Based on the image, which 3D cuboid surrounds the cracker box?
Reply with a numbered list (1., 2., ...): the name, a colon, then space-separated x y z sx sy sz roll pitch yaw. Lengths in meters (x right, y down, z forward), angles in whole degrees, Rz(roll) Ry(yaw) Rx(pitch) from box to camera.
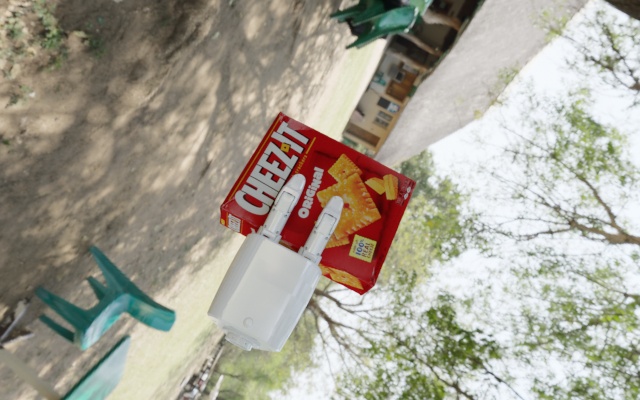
1. cracker box: 0.000 0.002 0.634 0.213 0.164 0.072 28 -24 0
